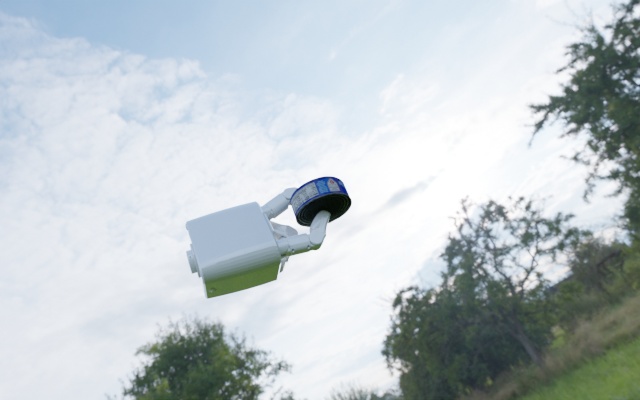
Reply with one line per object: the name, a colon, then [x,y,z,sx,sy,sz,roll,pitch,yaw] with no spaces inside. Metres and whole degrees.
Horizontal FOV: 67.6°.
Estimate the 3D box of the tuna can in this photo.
tuna can: [0.000,0.002,0.695,0.086,0.033,0.086,-16,-29,-9]
